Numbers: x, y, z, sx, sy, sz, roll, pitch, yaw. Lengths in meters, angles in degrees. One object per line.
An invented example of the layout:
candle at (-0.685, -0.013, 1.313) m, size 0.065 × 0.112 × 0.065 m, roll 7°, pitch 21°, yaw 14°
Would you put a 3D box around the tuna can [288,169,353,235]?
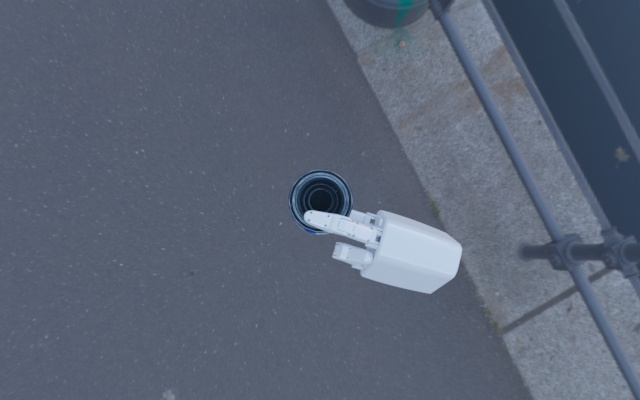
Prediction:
tuna can at (0.000, 0.002, 0.632) m, size 0.086 × 0.086 × 0.034 m, roll 0°, pitch -7°, yaw -1°
